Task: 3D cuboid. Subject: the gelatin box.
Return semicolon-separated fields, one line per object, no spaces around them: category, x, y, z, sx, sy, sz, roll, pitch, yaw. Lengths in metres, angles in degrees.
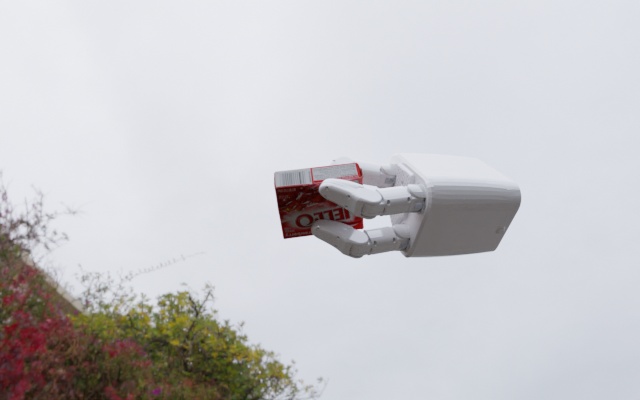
gelatin box;0.000;0.001;0.497;0.089;0.073;0.030;-6;42;-1
